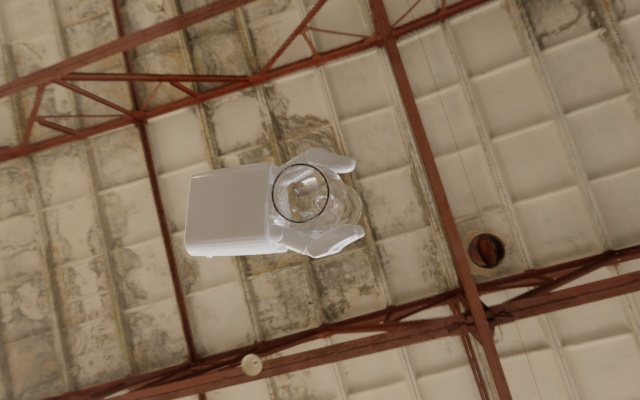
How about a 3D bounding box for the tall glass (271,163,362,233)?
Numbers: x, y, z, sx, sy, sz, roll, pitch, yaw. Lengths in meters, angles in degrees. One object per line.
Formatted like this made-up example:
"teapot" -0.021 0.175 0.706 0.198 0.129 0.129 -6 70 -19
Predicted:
"tall glass" 0.000 0.002 0.585 0.079 0.079 0.201 0 -6 12
